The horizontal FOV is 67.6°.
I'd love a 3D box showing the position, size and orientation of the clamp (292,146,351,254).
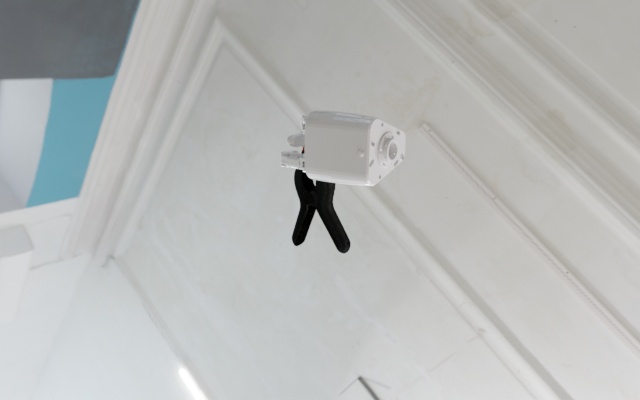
[{"bbox_3d":[0.000,0.002,0.745,0.120,0.171,0.039,12,20,37],"label":"clamp"}]
